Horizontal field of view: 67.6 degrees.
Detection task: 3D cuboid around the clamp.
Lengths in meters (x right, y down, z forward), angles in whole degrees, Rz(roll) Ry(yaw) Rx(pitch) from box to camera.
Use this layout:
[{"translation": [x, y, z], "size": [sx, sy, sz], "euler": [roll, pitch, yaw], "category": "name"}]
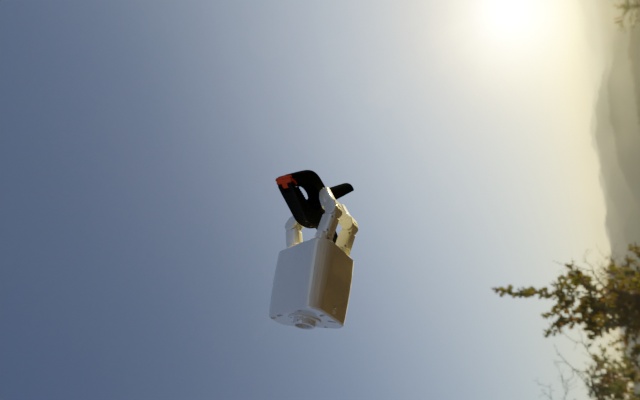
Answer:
[{"translation": [-0.001, 0.003, 0.785], "size": [0.036, 0.164, 0.210], "euler": [-11, -36, 29], "category": "clamp"}]
